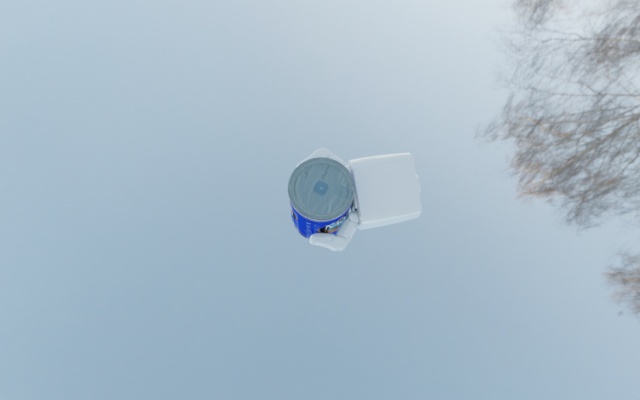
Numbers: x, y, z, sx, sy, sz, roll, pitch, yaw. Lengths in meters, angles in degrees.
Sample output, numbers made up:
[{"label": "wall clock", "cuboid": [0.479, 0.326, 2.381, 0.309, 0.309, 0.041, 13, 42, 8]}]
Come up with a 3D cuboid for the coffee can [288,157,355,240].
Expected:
[{"label": "coffee can", "cuboid": [0.000, 0.003, 0.792, 0.103, 0.102, 0.140, 0, -18, -1]}]
